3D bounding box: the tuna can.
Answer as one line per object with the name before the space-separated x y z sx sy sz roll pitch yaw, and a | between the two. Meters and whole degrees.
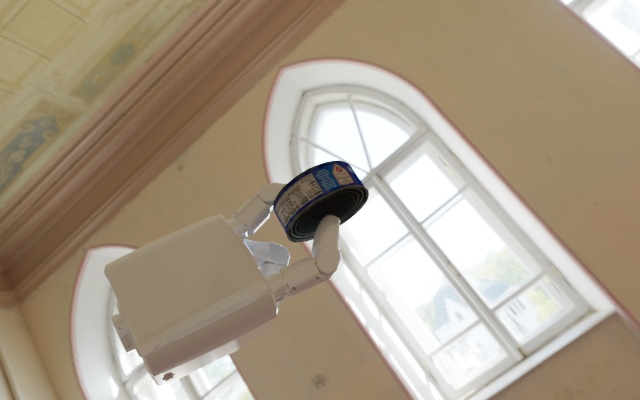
tuna can | 0.000 0.001 0.444 0.086 0.033 0.086 -26 -23 -12
